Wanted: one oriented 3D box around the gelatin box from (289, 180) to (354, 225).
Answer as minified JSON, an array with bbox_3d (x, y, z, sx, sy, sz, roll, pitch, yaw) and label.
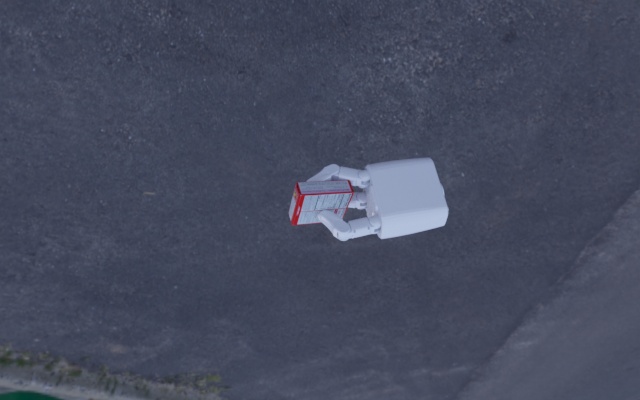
[{"bbox_3d":[0.000,0.003,0.743,0.089,0.030,0.073,-5,-39,-20],"label":"gelatin box"}]
